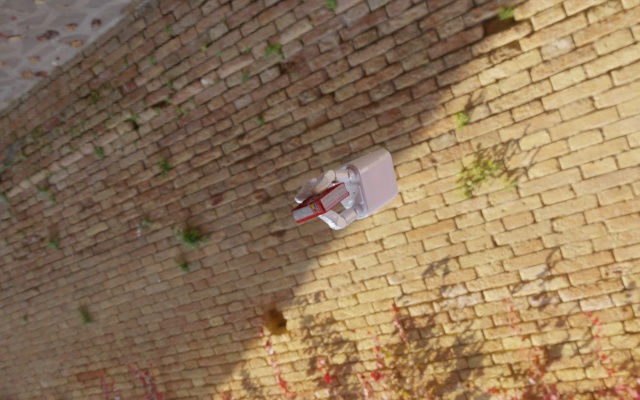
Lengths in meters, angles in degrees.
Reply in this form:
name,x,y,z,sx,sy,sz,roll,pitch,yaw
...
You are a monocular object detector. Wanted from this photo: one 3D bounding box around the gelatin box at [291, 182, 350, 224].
name,x,y,z,sx,sy,sz,roll,pitch,yaw
gelatin box,0.000,0.003,0.867,0.073,0.030,0.089,-21,11,40
